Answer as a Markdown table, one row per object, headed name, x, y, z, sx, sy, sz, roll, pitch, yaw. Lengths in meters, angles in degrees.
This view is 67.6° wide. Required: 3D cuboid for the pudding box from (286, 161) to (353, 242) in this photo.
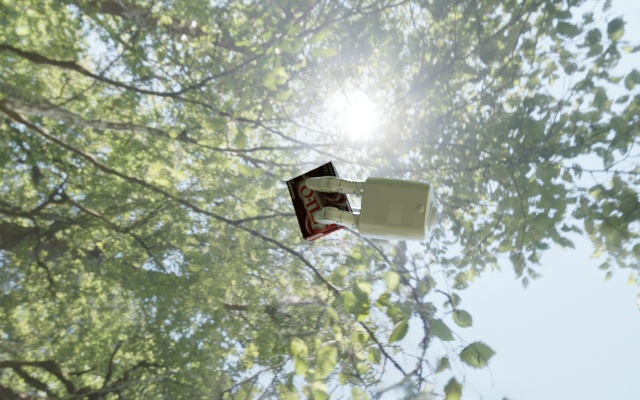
| name | x | y | z | sx | sy | sz | roll | pitch | yaw |
| --- | --- | --- | --- | --- | --- | --- | --- | --- | --- |
| pudding box | 0.000 | 0.003 | 0.815 | 0.090 | 0.113 | 0.039 | -23 | -22 | 13 |
